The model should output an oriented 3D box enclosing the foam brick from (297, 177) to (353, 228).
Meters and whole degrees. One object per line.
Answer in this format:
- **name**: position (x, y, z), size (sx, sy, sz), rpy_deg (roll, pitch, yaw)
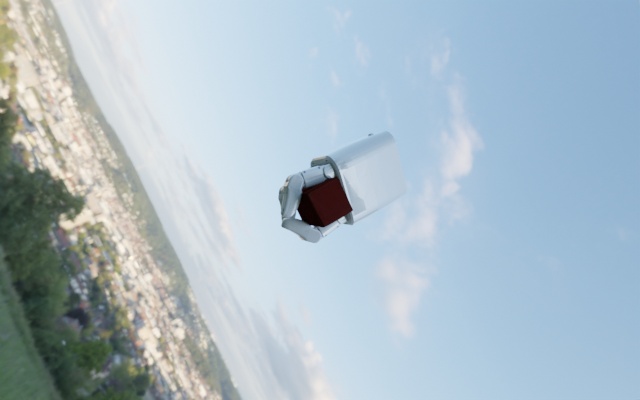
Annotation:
- **foam brick**: position (0.000, 0.002, 0.667), size (0.051, 0.053, 0.078), rpy_deg (-28, 10, -19)
